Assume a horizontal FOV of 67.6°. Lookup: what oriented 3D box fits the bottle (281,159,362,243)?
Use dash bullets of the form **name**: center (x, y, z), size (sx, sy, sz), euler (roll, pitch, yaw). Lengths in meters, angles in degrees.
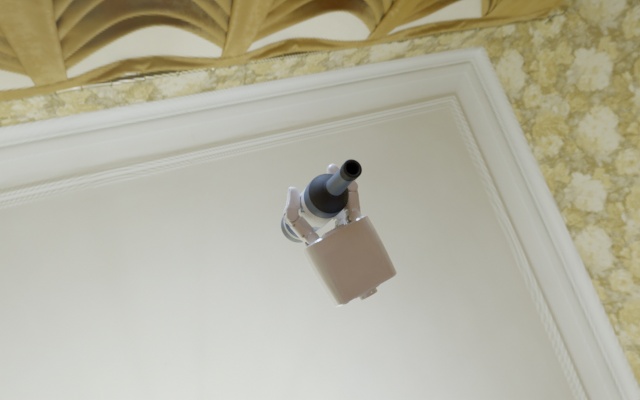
- **bottle**: center (0.000, 0.003, 0.773), size (0.069, 0.069, 0.296), euler (0, -18, -18)
